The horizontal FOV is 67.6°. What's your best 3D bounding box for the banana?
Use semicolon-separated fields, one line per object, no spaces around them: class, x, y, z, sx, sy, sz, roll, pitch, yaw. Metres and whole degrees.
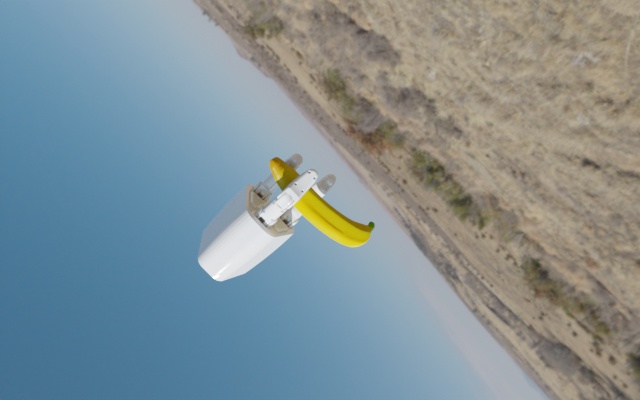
banana;0.005;0.014;0.661;0.198;0.037;0.069;36;22;-28
